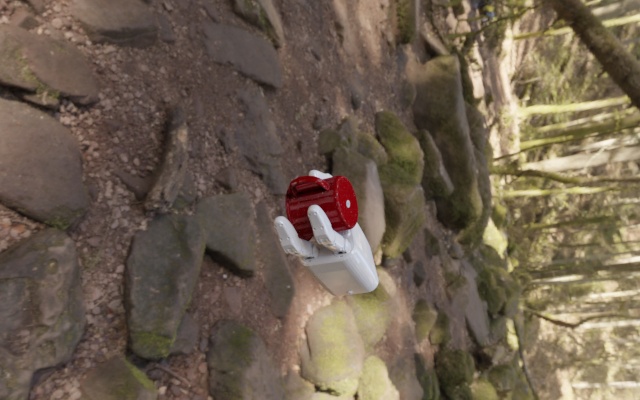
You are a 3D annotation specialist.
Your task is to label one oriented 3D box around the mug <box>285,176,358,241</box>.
[{"bbox_3d":[0.000,0.001,0.706,0.081,0.093,0.117,-13,-44,24],"label":"mug"}]
